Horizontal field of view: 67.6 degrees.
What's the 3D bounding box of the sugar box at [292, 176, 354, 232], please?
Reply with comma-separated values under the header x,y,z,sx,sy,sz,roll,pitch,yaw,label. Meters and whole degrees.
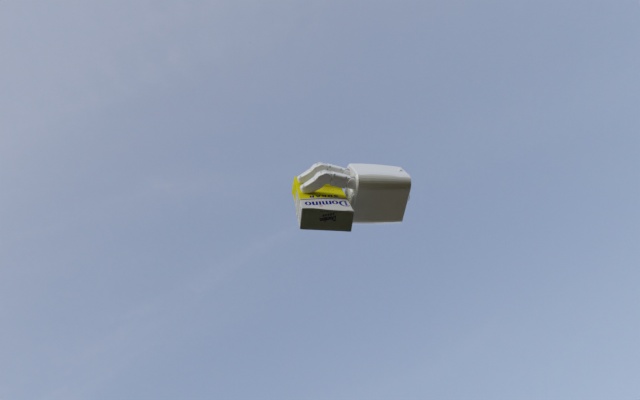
x,y,z,sx,sy,sz,roll,pitch,yaw,label
0.000,0.002,0.887,0.093,0.048,0.176,3,18,-10,sugar box
